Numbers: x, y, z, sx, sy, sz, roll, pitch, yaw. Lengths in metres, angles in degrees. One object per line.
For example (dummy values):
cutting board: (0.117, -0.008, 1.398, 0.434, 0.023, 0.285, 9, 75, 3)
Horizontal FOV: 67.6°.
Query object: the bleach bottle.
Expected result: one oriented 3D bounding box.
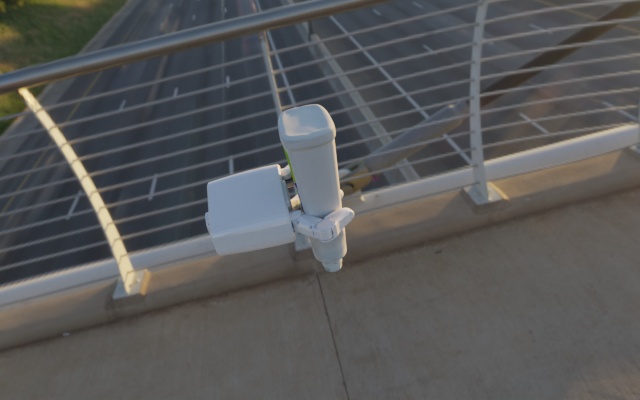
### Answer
bleach bottle: (0.000, 0.002, 0.659, 0.068, 0.251, 0.102, -13, 33, -3)
